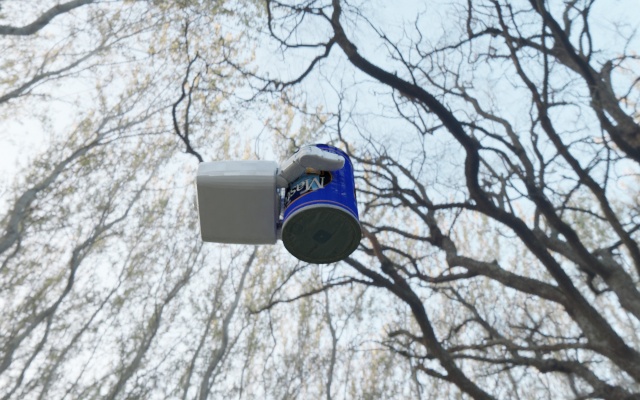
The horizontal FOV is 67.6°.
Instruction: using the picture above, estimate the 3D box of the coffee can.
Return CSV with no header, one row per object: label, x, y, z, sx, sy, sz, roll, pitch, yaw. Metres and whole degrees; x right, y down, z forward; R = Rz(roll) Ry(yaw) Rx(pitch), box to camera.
coffee can,0.000,0.002,0.658,0.103,0.103,0.140,0,40,-1
